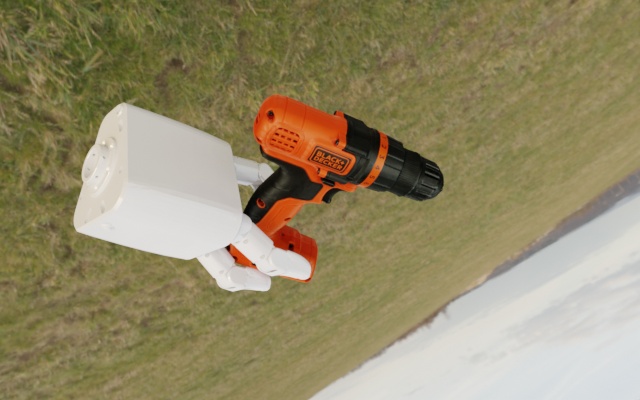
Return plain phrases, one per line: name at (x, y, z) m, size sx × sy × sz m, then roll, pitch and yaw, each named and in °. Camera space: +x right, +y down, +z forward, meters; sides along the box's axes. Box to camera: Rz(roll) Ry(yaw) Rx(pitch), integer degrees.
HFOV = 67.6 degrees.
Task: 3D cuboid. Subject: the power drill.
power drill at (0.000, 0.002, 0.464) m, size 0.184 × 0.188 × 0.057 m, roll 21°, pitch 38°, yaw -18°
